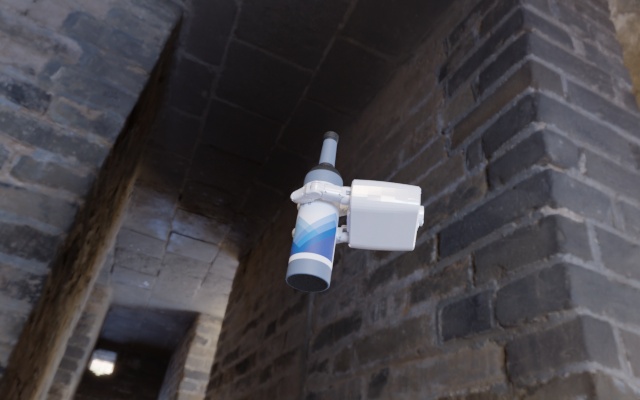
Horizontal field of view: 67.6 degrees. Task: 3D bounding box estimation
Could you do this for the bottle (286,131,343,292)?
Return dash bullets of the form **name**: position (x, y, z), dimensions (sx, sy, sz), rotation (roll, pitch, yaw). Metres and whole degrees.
- **bottle**: position (0.000, 0.003, 0.793), dimensions (0.069, 0.295, 0.069), rotation (6, -34, 4)
